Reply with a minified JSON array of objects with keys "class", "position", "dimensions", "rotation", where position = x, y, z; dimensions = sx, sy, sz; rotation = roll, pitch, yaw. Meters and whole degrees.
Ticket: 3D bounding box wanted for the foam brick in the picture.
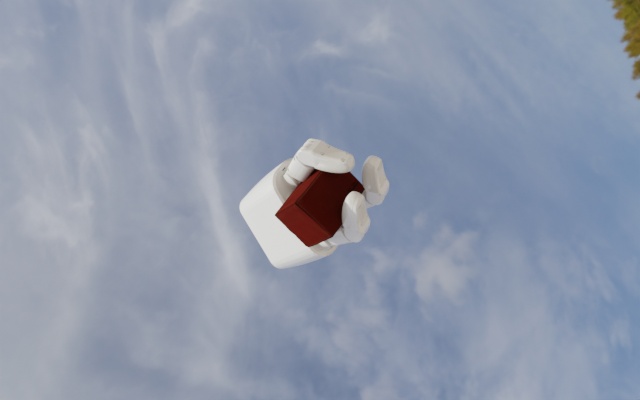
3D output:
[{"class":"foam brick","position":[0.000,0.002,0.505],"dimensions":[0.051,0.053,0.078],"rotation":[-29,19,53]}]
